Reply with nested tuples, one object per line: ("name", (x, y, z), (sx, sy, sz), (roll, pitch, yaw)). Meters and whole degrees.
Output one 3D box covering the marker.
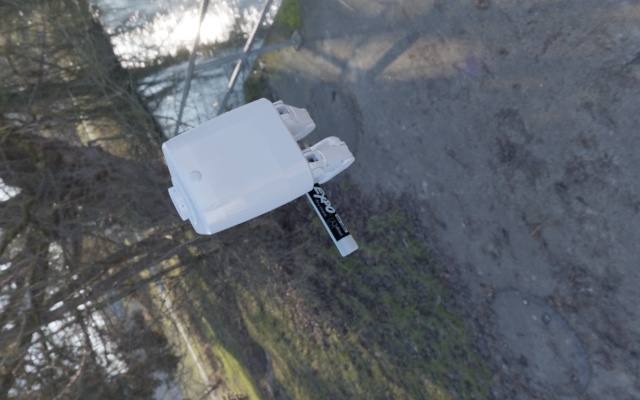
("marker", (0.000, 0.002, 0.495), (0.020, 0.121, 0.020), (-30, -11, -6))
